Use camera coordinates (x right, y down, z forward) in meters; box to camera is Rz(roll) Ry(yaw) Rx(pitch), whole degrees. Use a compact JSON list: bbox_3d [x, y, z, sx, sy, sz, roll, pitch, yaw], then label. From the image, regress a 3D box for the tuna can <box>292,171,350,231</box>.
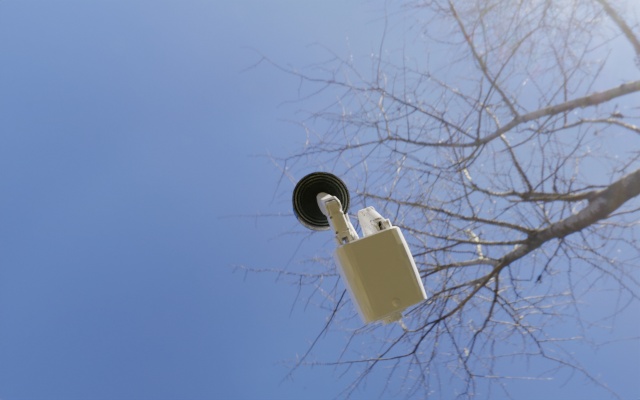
[{"bbox_3d":[0.000,0.002,0.715,0.086,0.086,0.034,0,-16,-4],"label":"tuna can"}]
